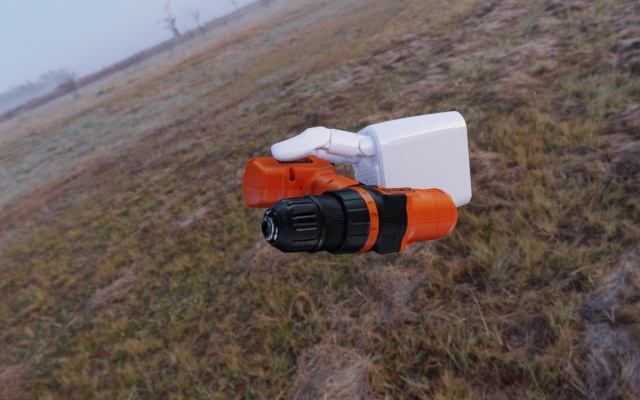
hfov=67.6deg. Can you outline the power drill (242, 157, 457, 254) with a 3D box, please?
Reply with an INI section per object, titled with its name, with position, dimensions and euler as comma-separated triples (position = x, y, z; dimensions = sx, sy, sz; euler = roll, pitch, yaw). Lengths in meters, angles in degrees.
[power drill]
position = 0.000, 0.001, 0.438
dimensions = 0.184, 0.057, 0.187
euler = -1, 15, -34
